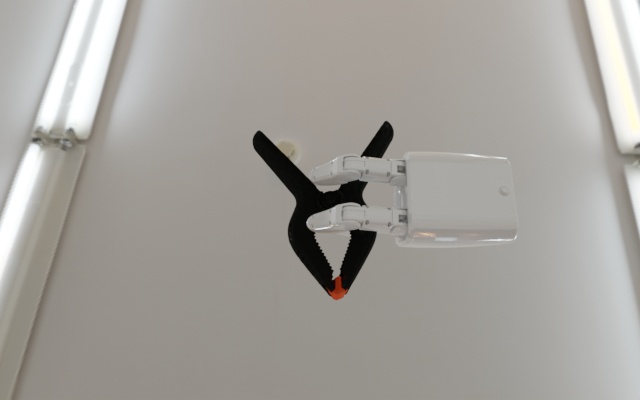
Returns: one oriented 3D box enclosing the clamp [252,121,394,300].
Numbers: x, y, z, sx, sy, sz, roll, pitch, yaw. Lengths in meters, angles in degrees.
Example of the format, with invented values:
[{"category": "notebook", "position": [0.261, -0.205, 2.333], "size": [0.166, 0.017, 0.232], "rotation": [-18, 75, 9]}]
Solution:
[{"category": "clamp", "position": [0.000, 0.003, 0.525], "size": [0.164, 0.210, 0.036], "rotation": [1, -24, 3]}]
